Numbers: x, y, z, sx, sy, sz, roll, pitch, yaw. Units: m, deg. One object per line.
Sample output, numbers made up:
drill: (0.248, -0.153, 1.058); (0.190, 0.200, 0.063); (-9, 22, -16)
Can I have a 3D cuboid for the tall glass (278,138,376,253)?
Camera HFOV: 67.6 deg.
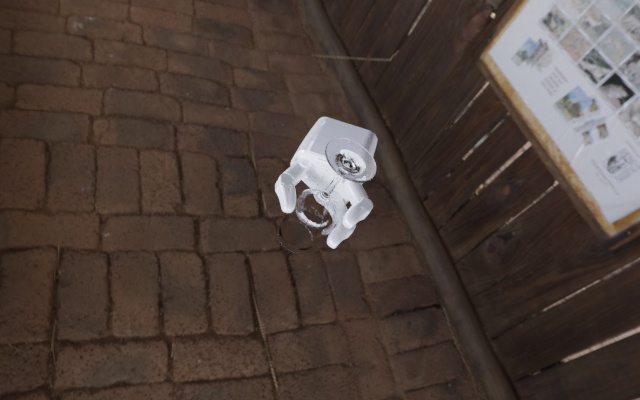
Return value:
tall glass: (0.000, 0.002, 0.695); (0.079, 0.079, 0.201); (0, -34, -30)
